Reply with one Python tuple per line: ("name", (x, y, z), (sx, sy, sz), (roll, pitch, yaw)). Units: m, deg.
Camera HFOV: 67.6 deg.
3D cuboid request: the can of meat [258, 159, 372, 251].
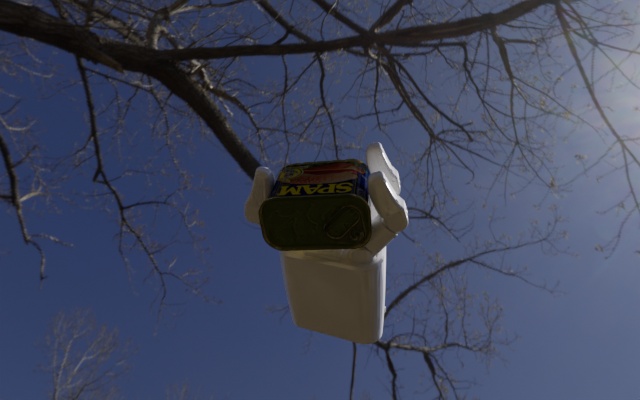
("can of meat", (0.000, 0.001, 0.465), (0.102, 0.057, 0.084), (-3, 28, 10))
